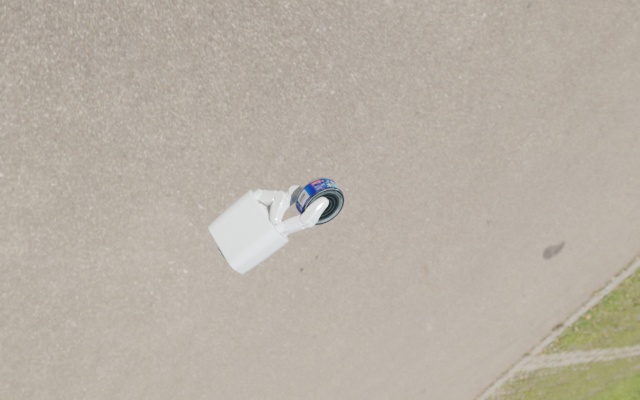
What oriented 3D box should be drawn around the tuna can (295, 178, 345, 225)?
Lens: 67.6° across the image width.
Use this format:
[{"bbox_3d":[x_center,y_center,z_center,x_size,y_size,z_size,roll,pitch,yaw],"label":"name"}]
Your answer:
[{"bbox_3d":[0.000,0.003,0.866,0.086,0.086,0.033,0,36,-34],"label":"tuna can"}]
